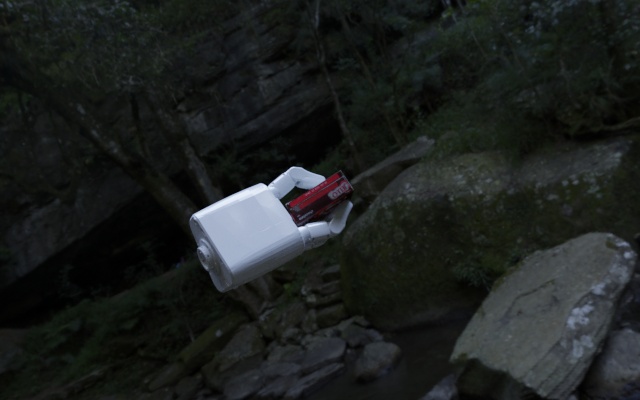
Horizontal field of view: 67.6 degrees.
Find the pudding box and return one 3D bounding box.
[{"bbox_3d":[0.000,0.002,0.688,0.090,0.039,0.113,-31,-4,-2],"label":"pudding box"}]
